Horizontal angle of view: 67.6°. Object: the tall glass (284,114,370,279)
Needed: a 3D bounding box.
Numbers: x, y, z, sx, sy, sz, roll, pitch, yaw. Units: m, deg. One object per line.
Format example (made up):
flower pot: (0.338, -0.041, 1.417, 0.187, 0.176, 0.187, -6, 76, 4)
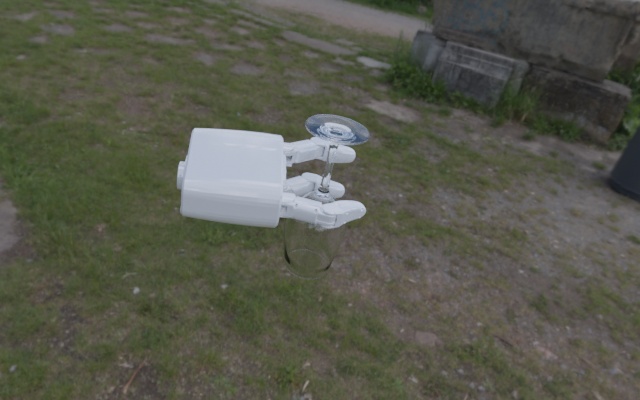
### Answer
tall glass: (0.000, 0.001, 0.586, 0.079, 0.201, 0.079, 9, 32, -6)
